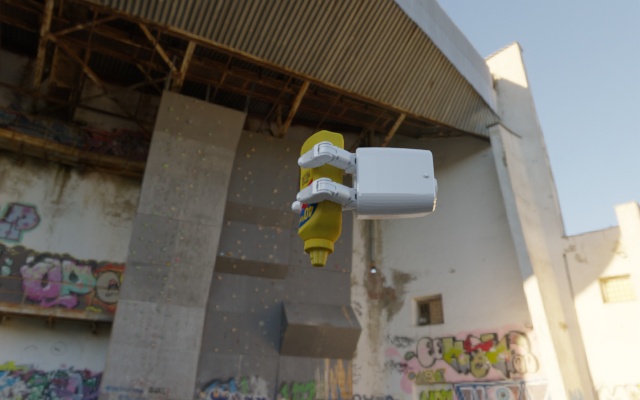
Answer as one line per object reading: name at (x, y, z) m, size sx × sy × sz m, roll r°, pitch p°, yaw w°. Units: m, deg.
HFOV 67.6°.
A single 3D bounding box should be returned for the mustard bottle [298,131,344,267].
mustard bottle at (0.000, 0.002, 0.694) m, size 0.058 × 0.191 × 0.096 m, roll 11°, pitch -25°, yaw -21°
